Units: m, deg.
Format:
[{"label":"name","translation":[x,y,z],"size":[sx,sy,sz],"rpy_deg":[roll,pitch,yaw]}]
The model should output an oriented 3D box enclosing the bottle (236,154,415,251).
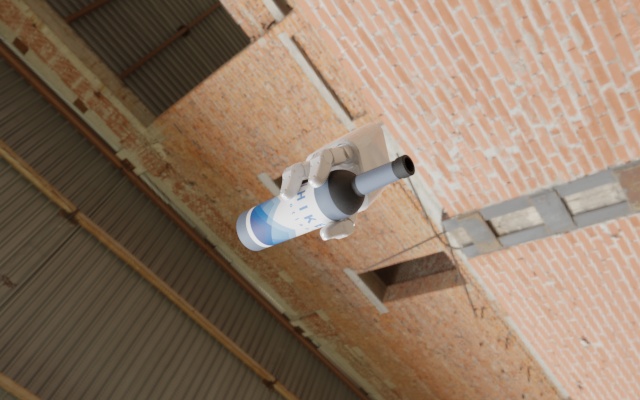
[{"label":"bottle","translation":[0.000,0.002,0.668],"size":[0.296,0.069,0.069],"rpy_deg":[-23,-15,37]}]
